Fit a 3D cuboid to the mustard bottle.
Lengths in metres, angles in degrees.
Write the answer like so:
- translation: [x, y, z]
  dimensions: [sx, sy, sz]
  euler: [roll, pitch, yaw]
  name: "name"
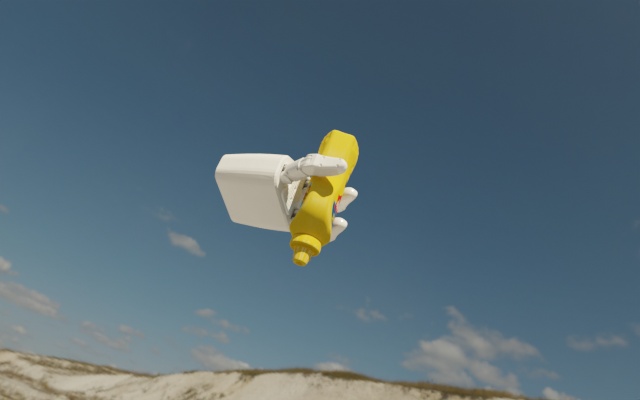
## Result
- translation: [0.001, 0.002, 0.660]
  dimensions: [0.058, 0.191, 0.096]
  euler: [20, -30, 1]
  name: "mustard bottle"
